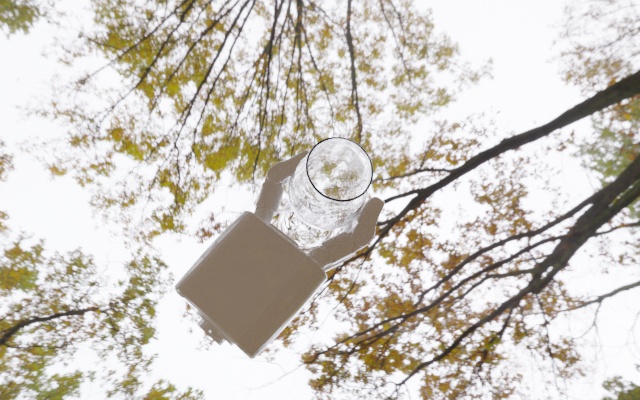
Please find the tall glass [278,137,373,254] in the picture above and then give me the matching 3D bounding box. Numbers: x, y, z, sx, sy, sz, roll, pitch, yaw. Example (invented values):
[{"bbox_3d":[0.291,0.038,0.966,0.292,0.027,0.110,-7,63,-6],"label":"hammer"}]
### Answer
[{"bbox_3d":[0.000,0.002,0.515,0.079,0.079,0.201,0,-18,-11],"label":"tall glass"}]
